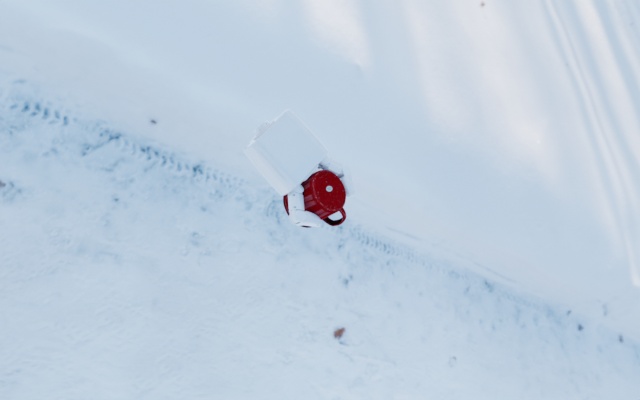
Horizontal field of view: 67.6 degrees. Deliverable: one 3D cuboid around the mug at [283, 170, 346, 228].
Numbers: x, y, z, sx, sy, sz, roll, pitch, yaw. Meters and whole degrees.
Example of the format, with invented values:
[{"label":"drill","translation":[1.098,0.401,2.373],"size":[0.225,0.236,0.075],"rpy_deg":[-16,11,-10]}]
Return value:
[{"label":"mug","translation":[0.001,0.004,0.876],"size":[0.081,0.117,0.093],"rpy_deg":[-27,22,46]}]
